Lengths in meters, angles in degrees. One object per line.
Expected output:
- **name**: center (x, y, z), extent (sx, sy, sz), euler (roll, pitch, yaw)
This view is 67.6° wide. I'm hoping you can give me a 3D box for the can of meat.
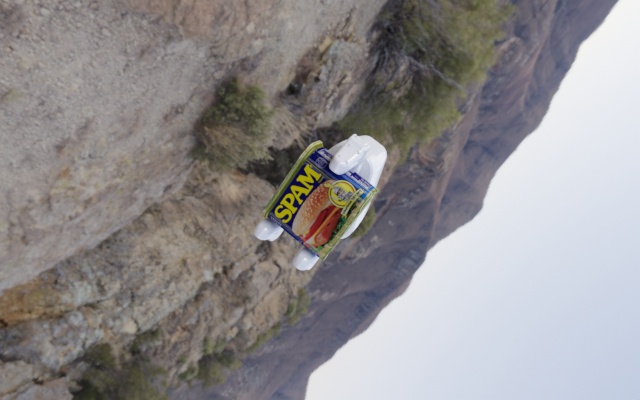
- **can of meat**: center (0.000, 0.002, 0.517), extent (0.084, 0.102, 0.057), euler (38, 20, 6)
